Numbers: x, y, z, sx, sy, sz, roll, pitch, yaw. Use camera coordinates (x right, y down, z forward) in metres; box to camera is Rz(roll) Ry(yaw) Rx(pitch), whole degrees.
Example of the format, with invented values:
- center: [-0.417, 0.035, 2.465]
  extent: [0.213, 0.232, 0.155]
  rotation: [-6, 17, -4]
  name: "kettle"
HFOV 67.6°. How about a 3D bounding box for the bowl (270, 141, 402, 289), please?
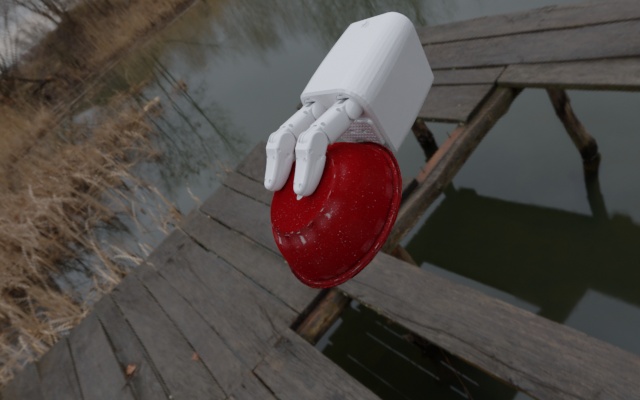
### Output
- center: [-0.001, 0.003, 0.470]
  extent: [0.055, 0.162, 0.162]
  rotation: [29, -18, -35]
  name: "bowl"
